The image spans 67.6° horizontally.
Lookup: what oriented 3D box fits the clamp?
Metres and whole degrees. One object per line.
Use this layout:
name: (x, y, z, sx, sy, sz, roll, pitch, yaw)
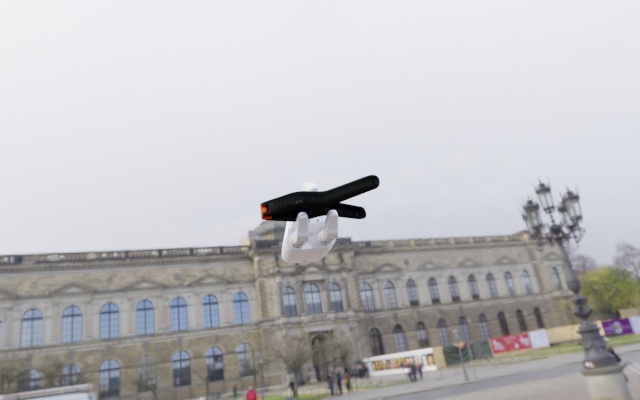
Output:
clamp: (-0.001, 0.002, 0.843, 0.210, 0.036, 0.165, -4, -23, -13)
